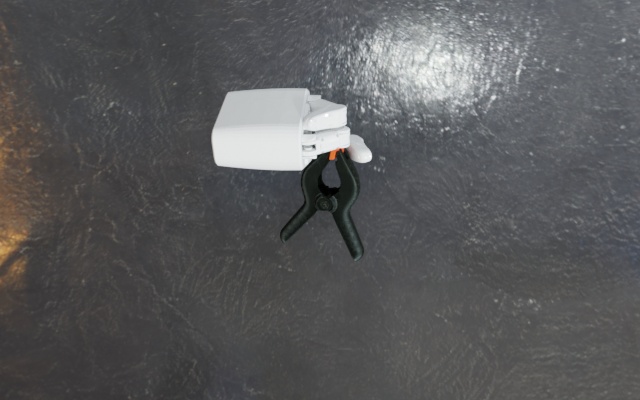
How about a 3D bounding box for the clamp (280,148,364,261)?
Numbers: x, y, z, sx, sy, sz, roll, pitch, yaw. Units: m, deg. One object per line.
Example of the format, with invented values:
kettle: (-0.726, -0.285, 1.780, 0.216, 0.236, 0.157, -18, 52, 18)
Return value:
clamp: (0.000, 0.002, 0.641, 0.120, 0.171, 0.039, 2, 25, 8)
